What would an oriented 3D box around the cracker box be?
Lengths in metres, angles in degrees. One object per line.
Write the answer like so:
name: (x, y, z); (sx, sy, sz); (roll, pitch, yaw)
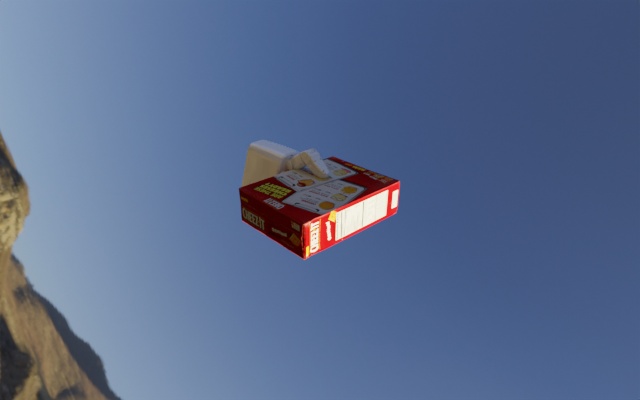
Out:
cracker box: (0.000, 0.002, 0.792); (0.213, 0.072, 0.164); (-23, 34, -37)
